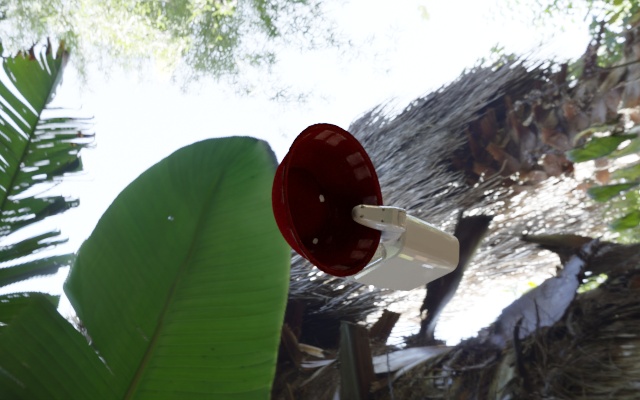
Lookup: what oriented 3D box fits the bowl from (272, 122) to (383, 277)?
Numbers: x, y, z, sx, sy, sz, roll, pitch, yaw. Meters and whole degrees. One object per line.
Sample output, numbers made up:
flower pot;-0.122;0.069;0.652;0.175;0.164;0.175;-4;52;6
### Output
bowl;-0.001;0.001;0.510;0.055;0.162;0.162;-11;-7;40
